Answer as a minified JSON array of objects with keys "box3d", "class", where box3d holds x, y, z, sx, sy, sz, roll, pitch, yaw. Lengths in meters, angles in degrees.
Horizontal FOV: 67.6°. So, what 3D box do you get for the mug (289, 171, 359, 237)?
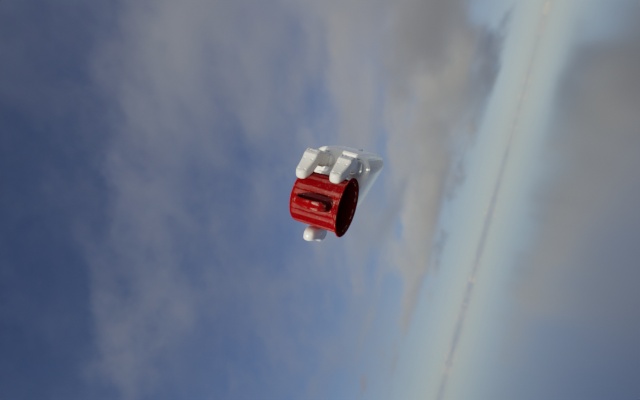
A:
[{"box3d":[-0.001,0.003,0.722,0.081,0.093,0.117,16,11,20],"class":"mug"}]
